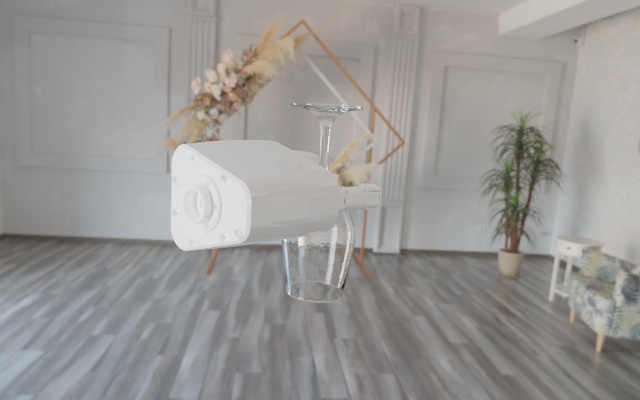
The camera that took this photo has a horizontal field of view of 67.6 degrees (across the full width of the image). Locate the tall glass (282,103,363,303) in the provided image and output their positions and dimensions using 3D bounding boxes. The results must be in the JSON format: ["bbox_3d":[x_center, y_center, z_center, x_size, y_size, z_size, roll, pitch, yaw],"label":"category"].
[{"bbox_3d":[0.000,0.001,0.501,0.079,0.201,0.079,3,9,-1],"label":"tall glass"}]
